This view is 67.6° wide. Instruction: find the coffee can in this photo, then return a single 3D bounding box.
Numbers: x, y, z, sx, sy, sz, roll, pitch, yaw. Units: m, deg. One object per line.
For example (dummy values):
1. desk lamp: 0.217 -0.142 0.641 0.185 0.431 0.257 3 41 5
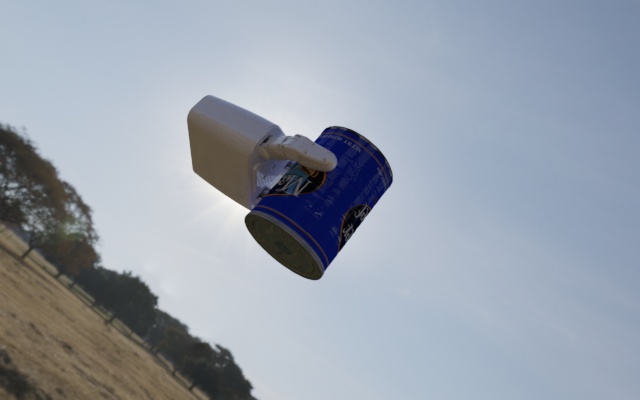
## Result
1. coffee can: 0.000 0.002 0.527 0.103 0.140 0.103 32 -25 17
